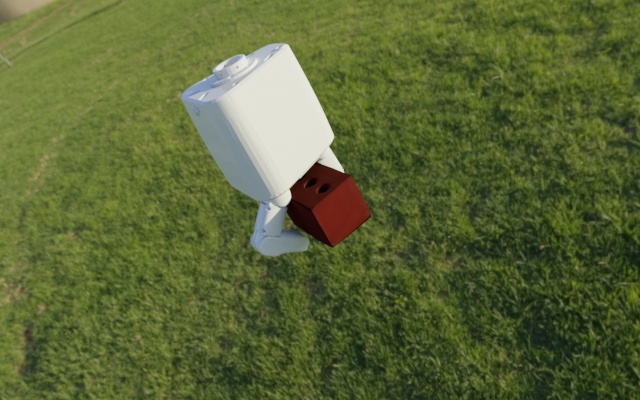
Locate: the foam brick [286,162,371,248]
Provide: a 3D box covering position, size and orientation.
[{"bbox_3d":[0.000,0.002,0.471,0.053,0.051,0.078,-39,33,-18],"label":"foam brick"}]
